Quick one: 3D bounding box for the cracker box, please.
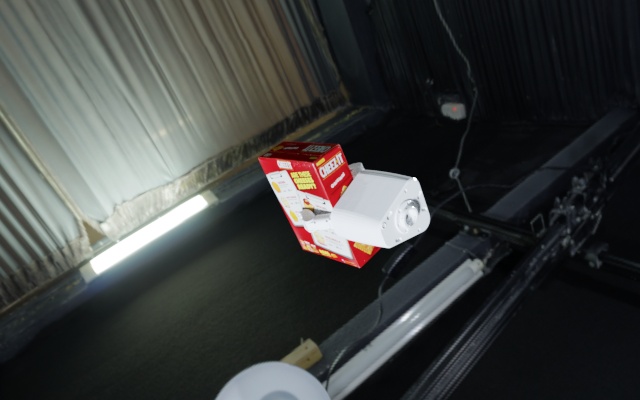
[{"bbox_3d":[0.000,0.003,0.847,0.072,0.214,0.164,-39,29,-28],"label":"cracker box"}]
